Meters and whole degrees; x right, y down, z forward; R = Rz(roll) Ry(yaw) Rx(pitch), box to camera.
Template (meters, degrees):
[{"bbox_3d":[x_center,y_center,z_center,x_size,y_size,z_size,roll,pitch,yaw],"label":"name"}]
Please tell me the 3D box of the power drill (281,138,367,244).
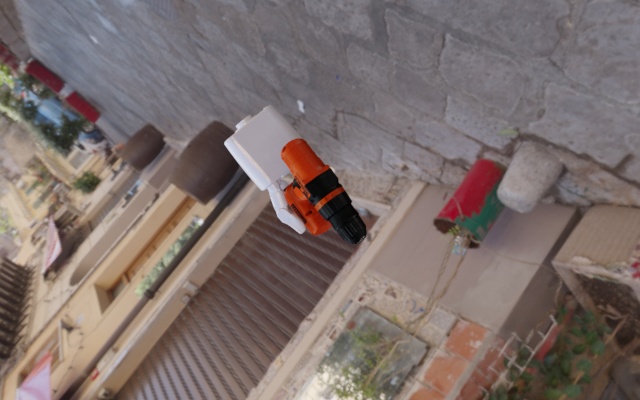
[{"bbox_3d":[0.000,0.002,0.777,0.057,0.184,0.188,-32,-8,-14],"label":"power drill"}]
